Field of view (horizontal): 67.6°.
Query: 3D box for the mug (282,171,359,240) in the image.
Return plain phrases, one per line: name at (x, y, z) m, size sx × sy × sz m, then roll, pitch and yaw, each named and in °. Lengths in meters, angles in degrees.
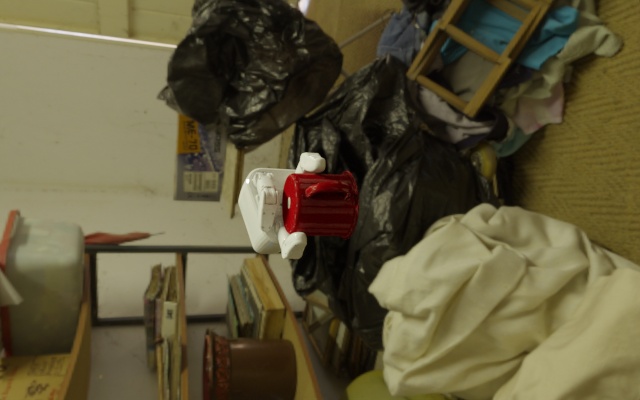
mug at (0.000, 0.002, 0.623) m, size 0.081 × 0.093 × 0.117 m, roll 1°, pitch -17°, yaw -18°
